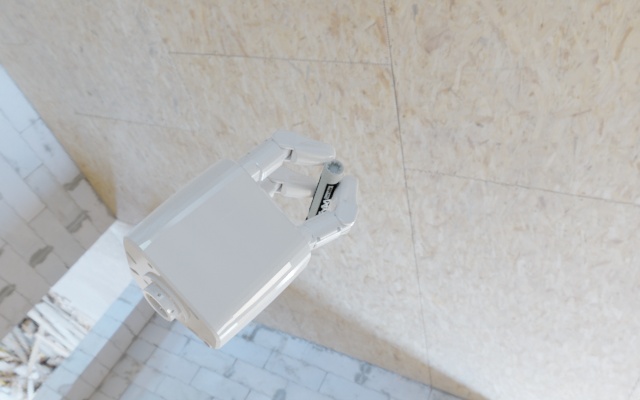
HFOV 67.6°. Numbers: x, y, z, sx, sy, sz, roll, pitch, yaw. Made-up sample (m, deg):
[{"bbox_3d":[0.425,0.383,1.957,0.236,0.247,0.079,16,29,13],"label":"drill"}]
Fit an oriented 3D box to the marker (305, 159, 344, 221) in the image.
[{"bbox_3d":[0.000,0.002,0.483,0.020,0.020,0.121,0,-32,-14],"label":"marker"}]
